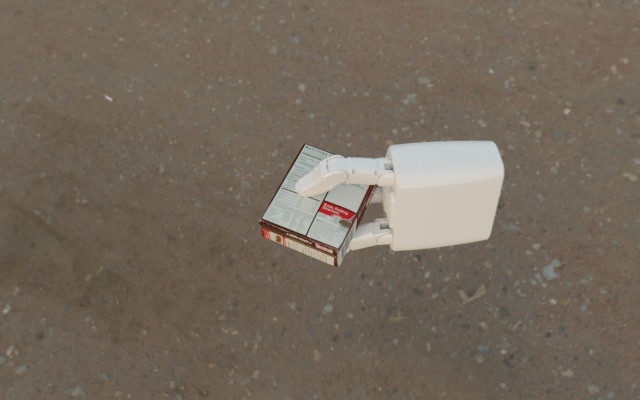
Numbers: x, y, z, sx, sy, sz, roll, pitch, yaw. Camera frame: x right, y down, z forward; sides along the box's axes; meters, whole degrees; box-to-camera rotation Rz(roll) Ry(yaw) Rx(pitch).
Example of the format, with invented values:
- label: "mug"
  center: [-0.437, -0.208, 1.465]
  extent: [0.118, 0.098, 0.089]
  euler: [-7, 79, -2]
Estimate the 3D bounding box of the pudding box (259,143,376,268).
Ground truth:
- label: "pudding box"
  center: [0.000, 0.002, 0.504]
  extent: [0.090, 0.113, 0.039]
  euler: [21, -32, 13]
